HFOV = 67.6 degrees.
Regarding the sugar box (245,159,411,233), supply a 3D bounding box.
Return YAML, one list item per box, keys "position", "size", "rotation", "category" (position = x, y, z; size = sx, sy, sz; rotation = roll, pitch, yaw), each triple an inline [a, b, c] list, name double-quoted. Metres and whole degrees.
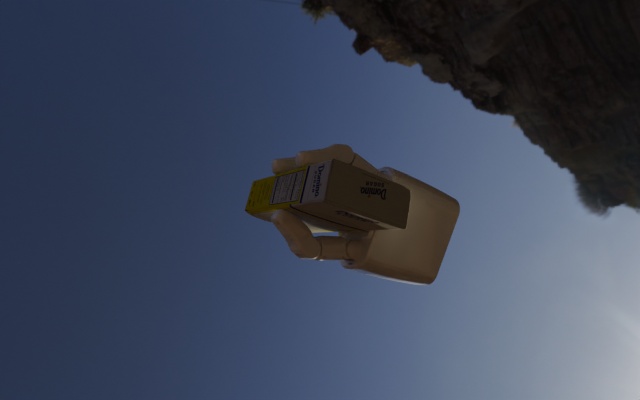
- position: [0.000, 0.001, 0.489]
  size: [0.093, 0.048, 0.176]
  rotation: [19, -16, -29]
  category: "sugar box"
